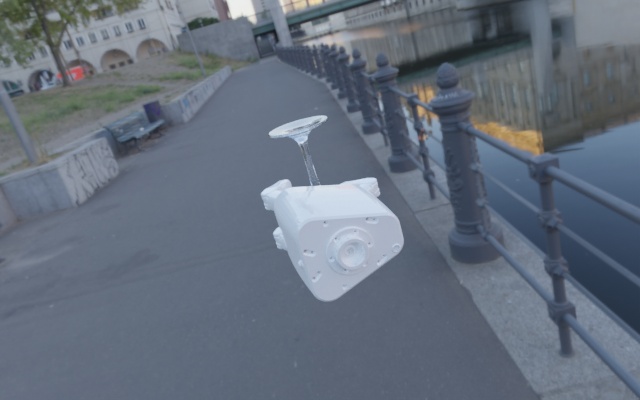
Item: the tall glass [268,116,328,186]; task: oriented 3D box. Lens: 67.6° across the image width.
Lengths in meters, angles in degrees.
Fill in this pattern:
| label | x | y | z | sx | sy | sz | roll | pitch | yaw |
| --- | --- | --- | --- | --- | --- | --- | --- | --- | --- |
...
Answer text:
| label | x | y | z | sx | sy | sz | roll | pitch | yaw |
| --- | --- | --- | --- | --- | --- | --- | --- | --- | --- |
| tall glass | 0.000 | 0.001 | 0.596 | 0.079 | 0.201 | 0.079 | -15 | 19 | 5 |
